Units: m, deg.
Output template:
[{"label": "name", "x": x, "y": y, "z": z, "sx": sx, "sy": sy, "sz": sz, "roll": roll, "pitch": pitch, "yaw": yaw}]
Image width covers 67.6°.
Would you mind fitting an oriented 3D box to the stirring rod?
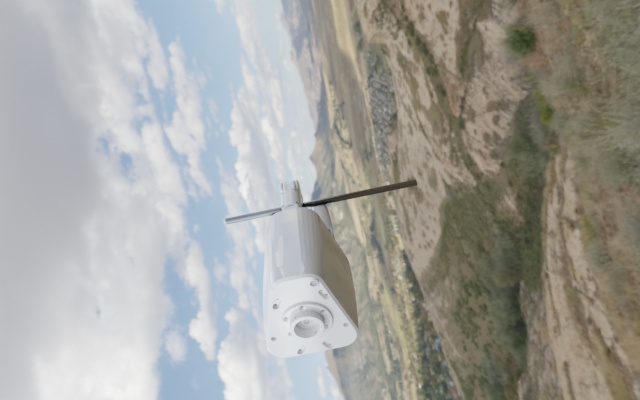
[{"label": "stirring rod", "x": 0.000, "y": 0.002, "z": 0.591, "sx": 0.239, "sy": 0.011, "sz": 0.011, "roll": -12, "pitch": 0, "yaw": 2}]
